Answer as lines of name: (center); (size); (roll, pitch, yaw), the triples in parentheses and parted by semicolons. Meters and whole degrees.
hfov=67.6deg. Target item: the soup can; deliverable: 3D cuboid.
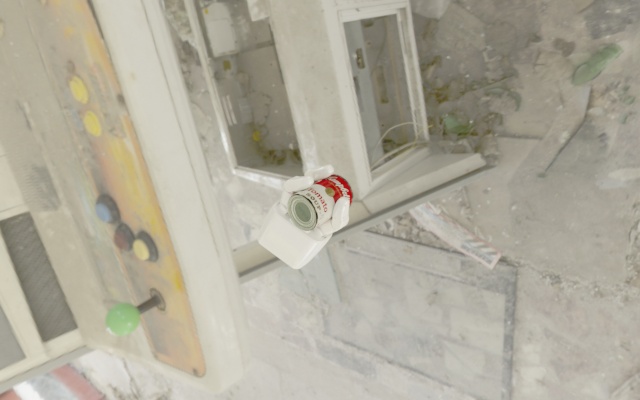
soup can: (0.000, 0.003, 0.824); (0.068, 0.068, 0.102); (0, 21, 43)
